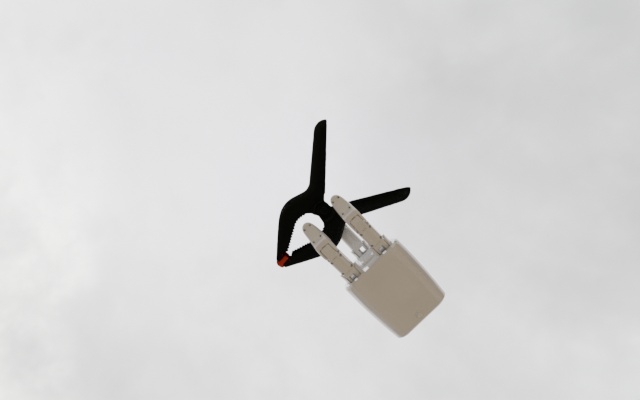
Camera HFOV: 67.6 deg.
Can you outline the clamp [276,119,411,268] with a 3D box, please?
[{"bbox_3d":[0.000,0.003,0.678,0.210,0.164,0.036,-45,2,3],"label":"clamp"}]
